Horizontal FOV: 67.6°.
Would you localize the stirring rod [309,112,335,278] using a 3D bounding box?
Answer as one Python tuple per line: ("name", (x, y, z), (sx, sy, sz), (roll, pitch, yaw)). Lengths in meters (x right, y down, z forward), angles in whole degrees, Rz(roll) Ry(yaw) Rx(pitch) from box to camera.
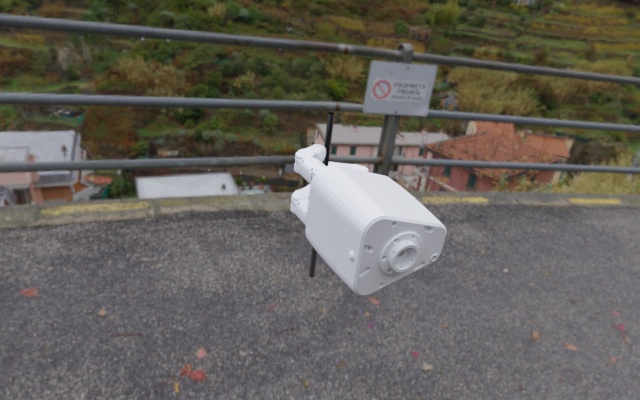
("stirring rod", (0.000, 0.002, 0.622), (0.011, 0.240, 0.011), (5, 29, -3))
